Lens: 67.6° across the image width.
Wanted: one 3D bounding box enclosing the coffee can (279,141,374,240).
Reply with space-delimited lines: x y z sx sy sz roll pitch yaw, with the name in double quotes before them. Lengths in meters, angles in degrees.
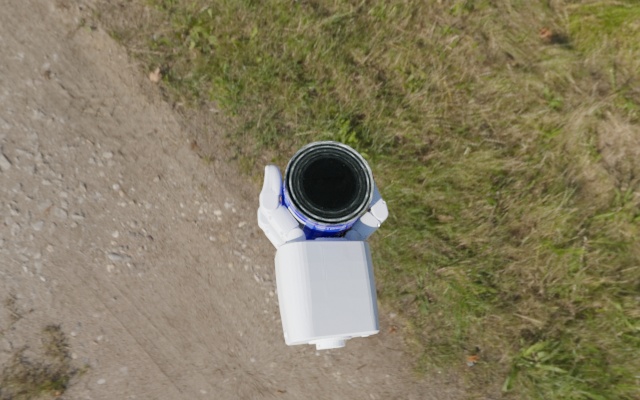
"coffee can" 0.000 0.002 0.597 0.103 0.102 0.140 0 -19 -9
